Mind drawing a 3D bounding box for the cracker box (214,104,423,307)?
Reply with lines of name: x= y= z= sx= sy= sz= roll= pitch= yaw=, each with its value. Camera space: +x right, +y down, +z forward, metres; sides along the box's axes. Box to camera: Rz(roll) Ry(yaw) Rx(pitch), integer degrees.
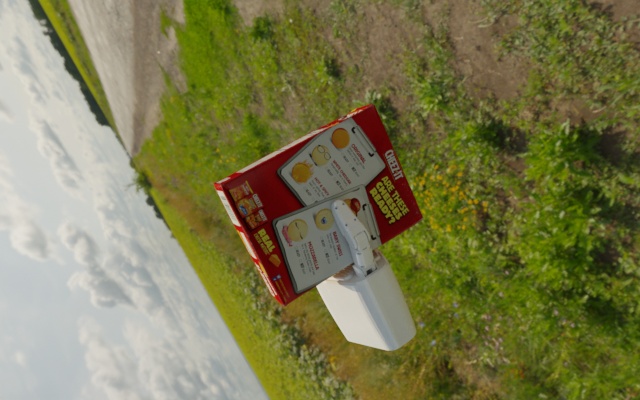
cracker box: x=0.000 y=0.002 z=0.595 sx=0.213 sy=0.164 sz=0.072 roll=-30 pitch=15 yaw=-17
